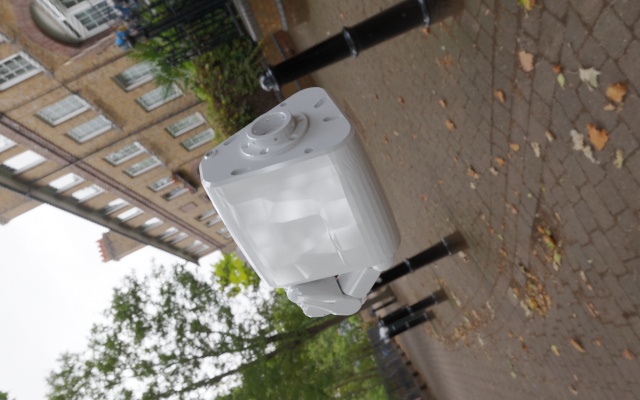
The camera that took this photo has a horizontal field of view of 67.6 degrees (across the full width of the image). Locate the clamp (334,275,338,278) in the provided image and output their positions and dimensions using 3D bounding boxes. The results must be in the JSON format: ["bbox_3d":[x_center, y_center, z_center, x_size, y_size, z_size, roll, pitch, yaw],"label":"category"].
[{"bbox_3d":[0.000,0.002,0.457,0.039,0.120,0.171,-26,38,0],"label":"clamp"}]
